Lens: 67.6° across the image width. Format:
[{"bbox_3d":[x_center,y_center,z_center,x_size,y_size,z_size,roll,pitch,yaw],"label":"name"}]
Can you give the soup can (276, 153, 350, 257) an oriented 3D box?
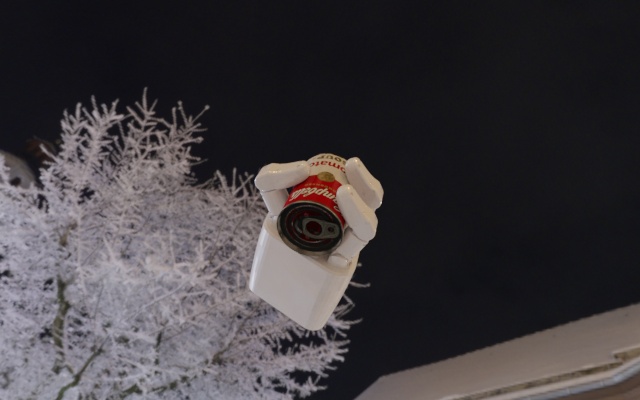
[{"bbox_3d":[0.000,0.001,0.509,0.068,0.068,0.102,0,33,15],"label":"soup can"}]
